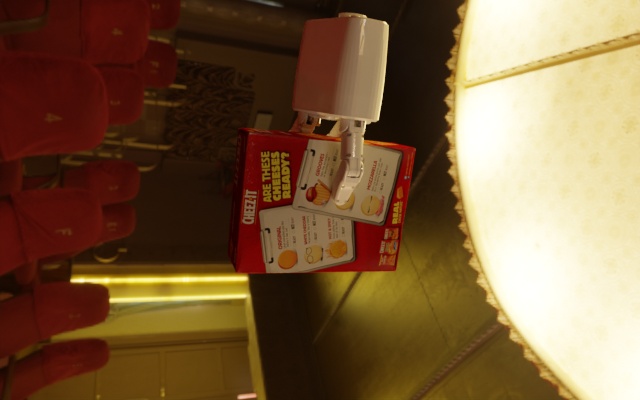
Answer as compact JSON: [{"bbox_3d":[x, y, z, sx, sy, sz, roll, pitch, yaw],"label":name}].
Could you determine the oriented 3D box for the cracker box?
[{"bbox_3d":[0.000,0.002,0.594,0.214,0.164,0.072,3,12,-22],"label":"cracker box"}]
